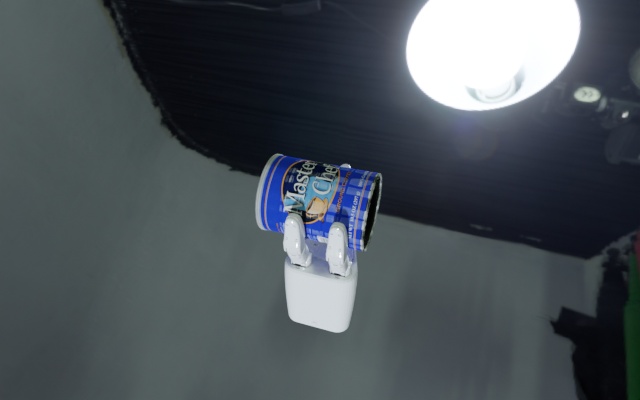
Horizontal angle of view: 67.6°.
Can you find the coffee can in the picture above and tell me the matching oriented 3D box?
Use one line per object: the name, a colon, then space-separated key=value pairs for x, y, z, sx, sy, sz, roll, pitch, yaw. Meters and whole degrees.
coffee can: x=0.000 y=0.002 z=0.619 sx=0.140 sy=0.103 sz=0.103 roll=12 pitch=3 yaw=13
